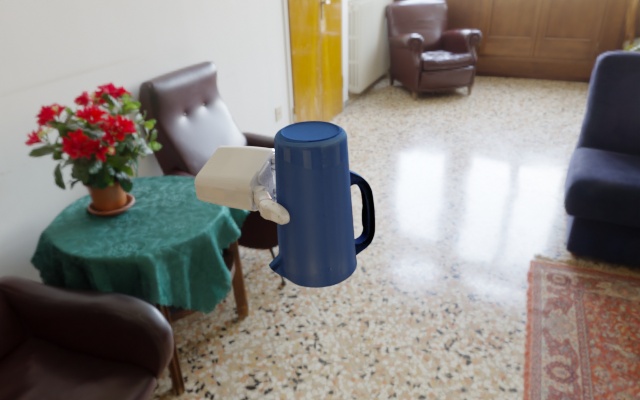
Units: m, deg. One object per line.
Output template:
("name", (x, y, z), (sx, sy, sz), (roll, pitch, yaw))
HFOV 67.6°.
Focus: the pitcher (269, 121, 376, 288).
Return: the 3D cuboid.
("pitcher", (0.000, 0.002, 0.756), (0.145, 0.243, 0.149), (9, 30, 21))
